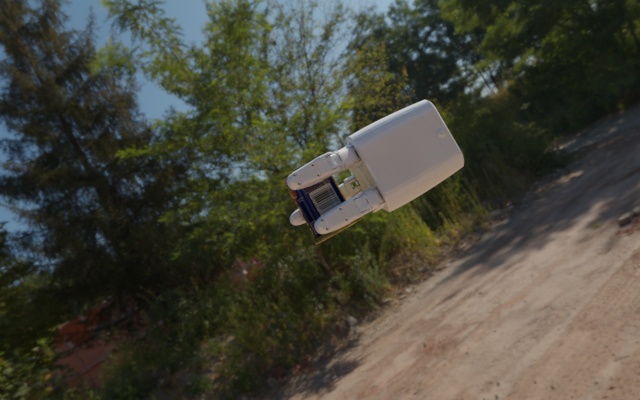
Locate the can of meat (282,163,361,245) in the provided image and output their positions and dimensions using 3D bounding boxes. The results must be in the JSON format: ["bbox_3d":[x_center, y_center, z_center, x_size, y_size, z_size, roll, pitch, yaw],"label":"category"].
[{"bbox_3d":[0.000,0.002,0.560,0.057,0.084,0.102,-29,-4,-2],"label":"can of meat"}]
